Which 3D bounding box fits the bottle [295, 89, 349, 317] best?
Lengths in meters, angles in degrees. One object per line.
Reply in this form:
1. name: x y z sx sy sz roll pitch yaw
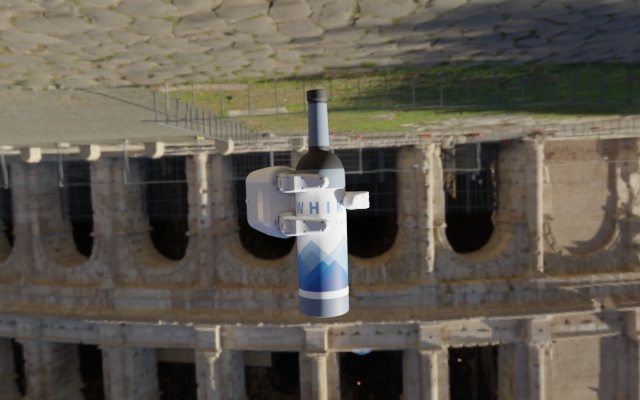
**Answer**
1. bottle: 0.000 0.002 0.639 0.069 0.296 0.069 -2 3 0
